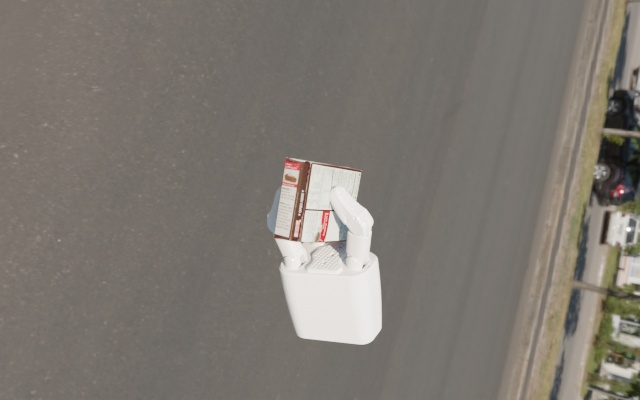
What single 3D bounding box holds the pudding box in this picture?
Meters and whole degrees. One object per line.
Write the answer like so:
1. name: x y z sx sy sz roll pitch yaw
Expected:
1. pudding box: 0.000 0.002 0.547 0.039 0.090 0.113 10 3 32
